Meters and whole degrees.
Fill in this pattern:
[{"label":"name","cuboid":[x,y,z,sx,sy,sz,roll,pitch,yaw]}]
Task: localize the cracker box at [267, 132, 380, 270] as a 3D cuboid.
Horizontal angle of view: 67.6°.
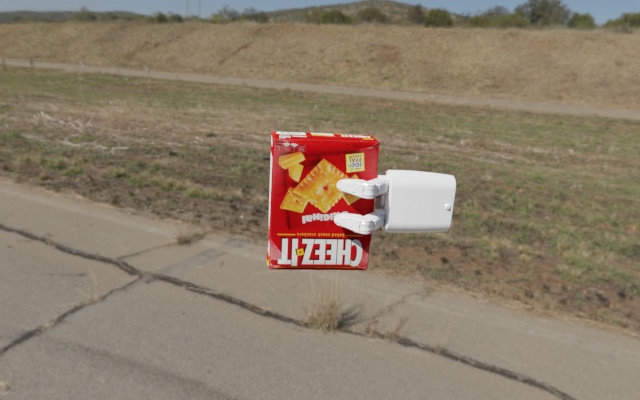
[{"label":"cracker box","cuboid":[0.000,0.002,0.760,0.164,0.214,0.072,2,16,-7]}]
